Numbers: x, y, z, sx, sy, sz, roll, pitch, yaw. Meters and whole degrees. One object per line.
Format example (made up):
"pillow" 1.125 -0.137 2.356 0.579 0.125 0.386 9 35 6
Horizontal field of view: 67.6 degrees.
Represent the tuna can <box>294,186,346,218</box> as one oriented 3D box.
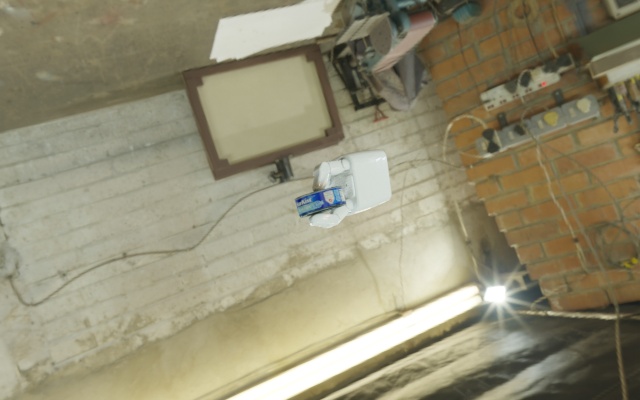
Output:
"tuna can" 0.000 0.003 0.826 0.086 0.033 0.086 -16 -5 -1
